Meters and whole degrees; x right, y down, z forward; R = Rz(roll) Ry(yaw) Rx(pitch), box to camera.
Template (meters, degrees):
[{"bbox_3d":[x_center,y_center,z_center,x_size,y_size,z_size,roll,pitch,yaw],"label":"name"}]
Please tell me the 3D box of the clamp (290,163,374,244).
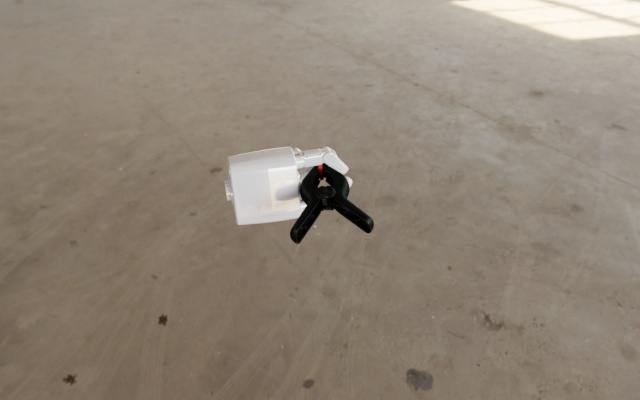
[{"bbox_3d":[0.000,0.002,0.734,0.120,0.039,0.171,-9,37,-11],"label":"clamp"}]
